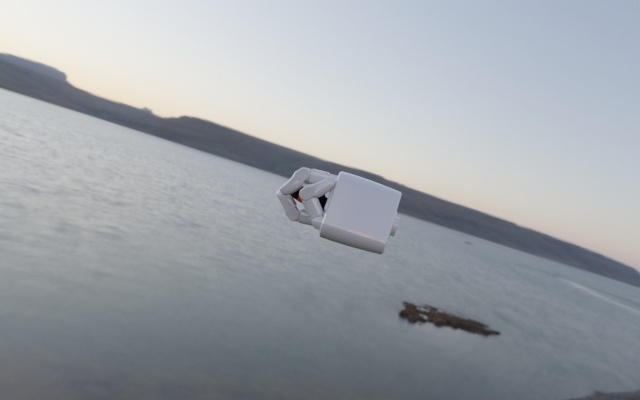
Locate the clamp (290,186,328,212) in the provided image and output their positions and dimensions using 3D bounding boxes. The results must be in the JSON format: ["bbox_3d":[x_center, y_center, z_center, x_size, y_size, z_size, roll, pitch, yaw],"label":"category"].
[{"bbox_3d":[0.000,0.002,0.866,0.120,0.039,0.171,18,2,6],"label":"clamp"}]
